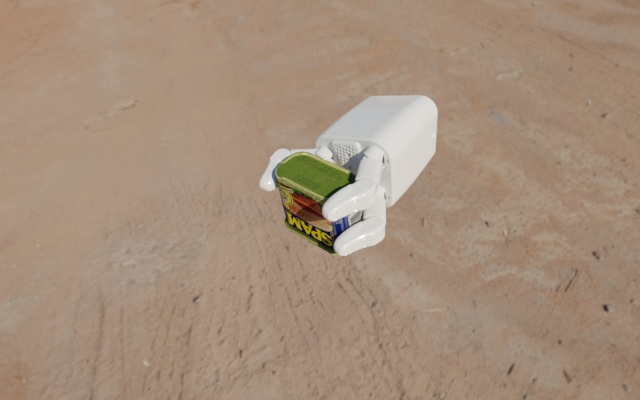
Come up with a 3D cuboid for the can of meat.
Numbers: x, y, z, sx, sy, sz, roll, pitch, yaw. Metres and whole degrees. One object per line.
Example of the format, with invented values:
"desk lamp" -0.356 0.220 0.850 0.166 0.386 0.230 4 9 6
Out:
"can of meat" 0.000 0.002 0.538 0.102 0.084 0.057 27 54 33
